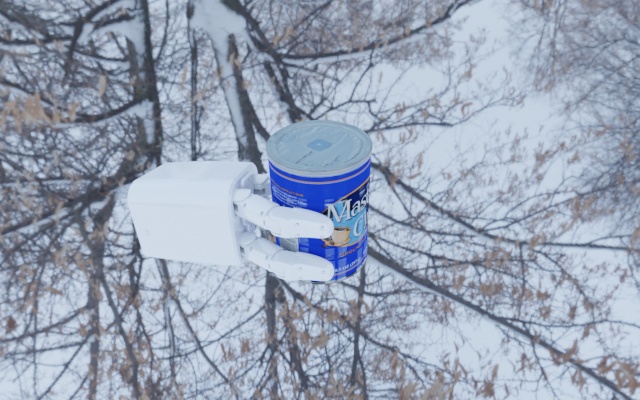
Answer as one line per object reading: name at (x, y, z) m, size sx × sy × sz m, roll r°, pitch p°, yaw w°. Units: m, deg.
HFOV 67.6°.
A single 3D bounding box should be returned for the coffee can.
coffee can at (0.000, 0.001, 0.498) m, size 0.103 × 0.140 × 0.102 m, roll -1°, pitch 35°, yaw 1°
